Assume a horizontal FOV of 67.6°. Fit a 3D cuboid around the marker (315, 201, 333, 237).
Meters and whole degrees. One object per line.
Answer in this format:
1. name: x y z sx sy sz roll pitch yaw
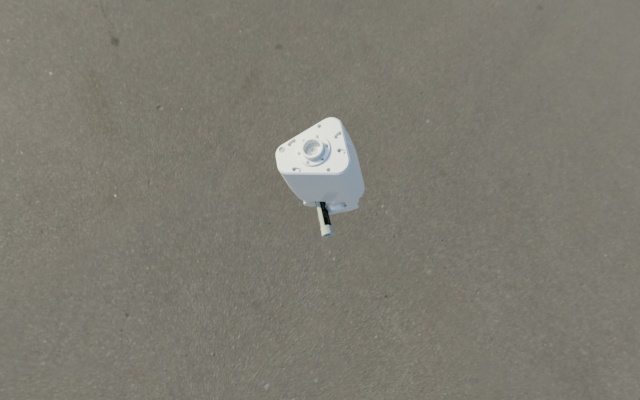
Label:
1. marker: 0.000 0.003 0.802 0.020 0.121 0.020 -10 -22 -4
